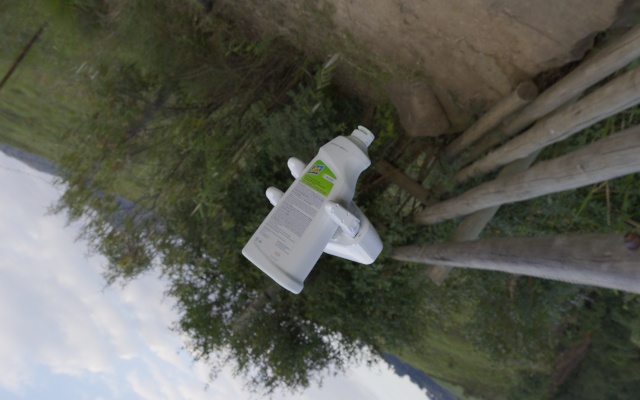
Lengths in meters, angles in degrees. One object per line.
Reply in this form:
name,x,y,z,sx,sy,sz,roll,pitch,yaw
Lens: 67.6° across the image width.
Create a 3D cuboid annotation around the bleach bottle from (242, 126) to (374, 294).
bleach bottle,0.000,0.002,0.688,0.102,0.251,0.068,33,-8,30
